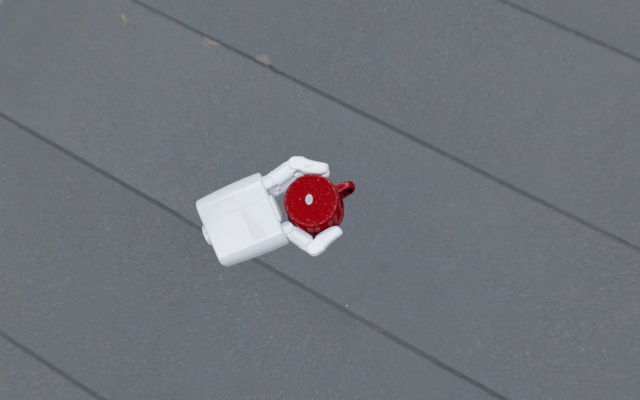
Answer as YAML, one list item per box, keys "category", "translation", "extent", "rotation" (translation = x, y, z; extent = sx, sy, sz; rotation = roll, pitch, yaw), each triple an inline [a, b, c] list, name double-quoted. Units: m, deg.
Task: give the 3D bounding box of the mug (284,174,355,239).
- category: "mug"
  translation: [0.001, 0.002, 0.731]
  extent: [0.117, 0.093, 0.081]
  rotation: [-24, -13, -1]
